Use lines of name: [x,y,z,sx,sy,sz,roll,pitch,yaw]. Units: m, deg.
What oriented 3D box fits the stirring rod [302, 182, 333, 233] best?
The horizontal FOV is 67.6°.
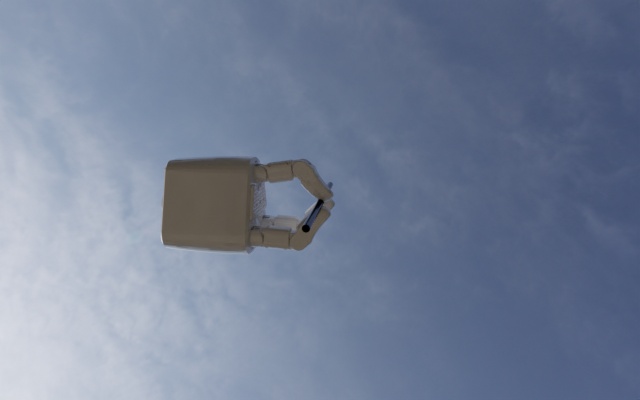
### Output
stirring rod: [0.000,0.002,0.562,0.011,0.011,0.239,0,12,7]
